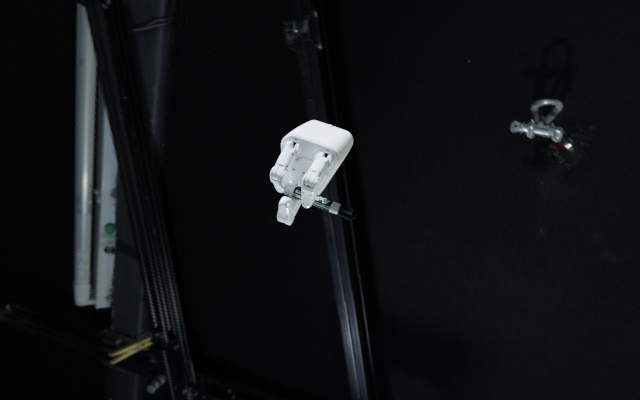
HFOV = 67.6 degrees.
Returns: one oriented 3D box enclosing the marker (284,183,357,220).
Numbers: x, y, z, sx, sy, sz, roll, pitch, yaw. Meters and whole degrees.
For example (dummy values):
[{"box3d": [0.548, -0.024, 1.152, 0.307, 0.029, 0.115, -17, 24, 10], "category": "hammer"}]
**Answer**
[{"box3d": [0.000, 0.003, 0.752, 0.121, 0.020, 0.020, 22, 4, 10], "category": "marker"}]
